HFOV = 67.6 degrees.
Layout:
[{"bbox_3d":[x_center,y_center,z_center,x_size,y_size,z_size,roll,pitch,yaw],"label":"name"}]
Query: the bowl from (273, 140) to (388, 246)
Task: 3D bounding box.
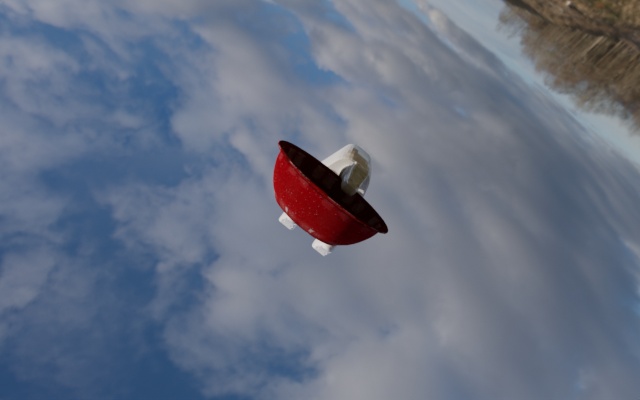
[{"bbox_3d":[-0.001,0.002,0.551,0.162,0.055,0.162,38,11,-9],"label":"bowl"}]
